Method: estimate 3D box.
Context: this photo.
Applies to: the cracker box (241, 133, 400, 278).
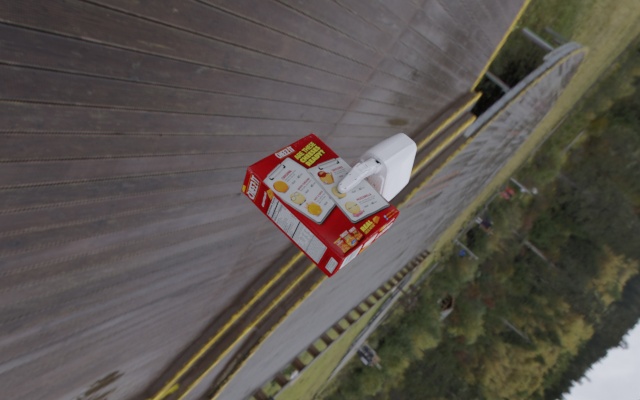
[{"bbox_3d":[0.000,0.003,0.798,0.164,0.213,0.072,-34,-20,-40],"label":"cracker box"}]
